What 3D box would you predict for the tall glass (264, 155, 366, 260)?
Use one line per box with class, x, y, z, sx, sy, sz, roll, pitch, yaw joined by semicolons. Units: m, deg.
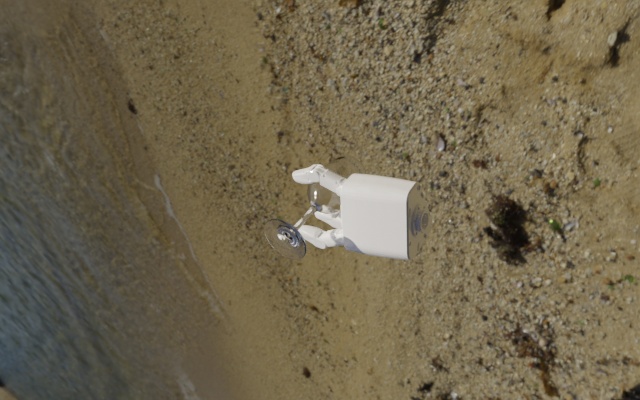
tall glass;0.000;0.003;0.759;0.079;0.079;0.201;0;34;38
